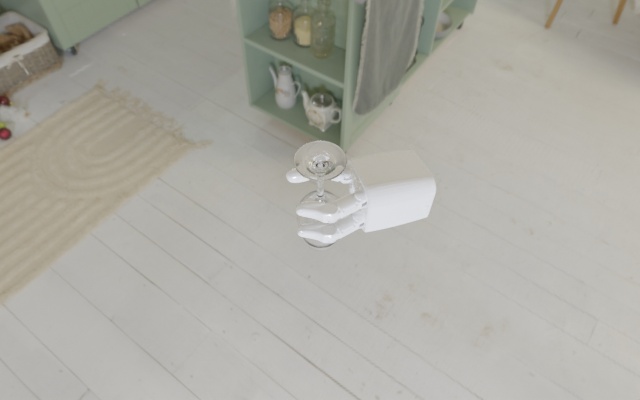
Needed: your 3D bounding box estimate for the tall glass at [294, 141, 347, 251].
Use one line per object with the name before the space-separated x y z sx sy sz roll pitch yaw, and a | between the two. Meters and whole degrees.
tall glass | 0.000 0.002 0.745 0.079 0.079 0.201 0 -36 0
